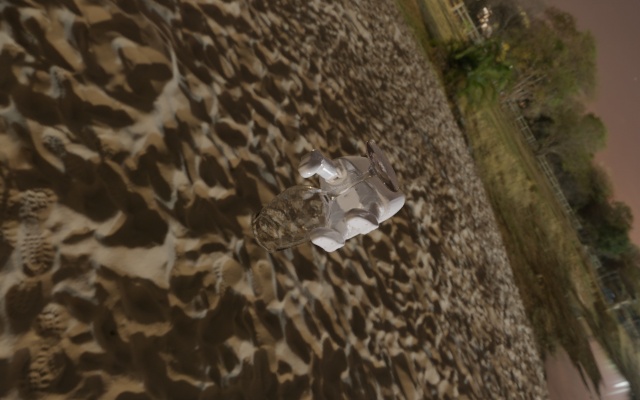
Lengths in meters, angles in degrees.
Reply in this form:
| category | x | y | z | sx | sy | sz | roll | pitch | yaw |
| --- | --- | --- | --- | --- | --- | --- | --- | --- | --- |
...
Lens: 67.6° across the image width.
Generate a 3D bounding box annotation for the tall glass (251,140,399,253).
| category | x | y | z | sx | sy | sz | roll | pitch | yaw |
| --- | --- | --- | --- | --- | --- | --- | --- | --- | --- |
| tall glass | 0.001 | 0.002 | 0.639 | 0.201 | 0.079 | 0.079 | -30 | -13 | 24 |
